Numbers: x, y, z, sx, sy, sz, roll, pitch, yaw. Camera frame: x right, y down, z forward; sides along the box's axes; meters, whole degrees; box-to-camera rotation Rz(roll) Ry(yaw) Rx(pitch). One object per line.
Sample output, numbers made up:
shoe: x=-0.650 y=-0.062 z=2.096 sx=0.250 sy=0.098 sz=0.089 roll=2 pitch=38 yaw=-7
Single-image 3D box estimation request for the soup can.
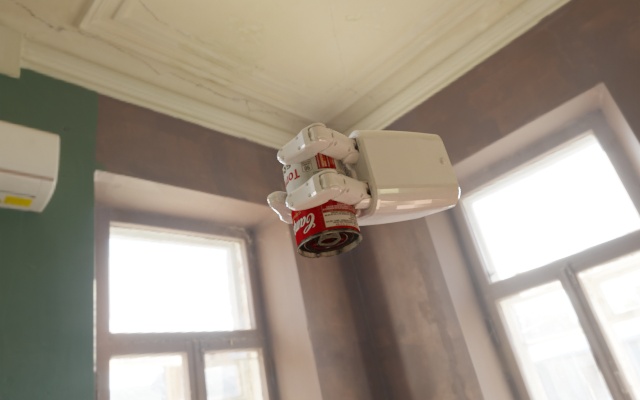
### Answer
soup can: x=0.000 y=0.001 z=0.511 sx=0.068 sy=0.102 sz=0.068 roll=-10 pitch=-26 yaw=-5
